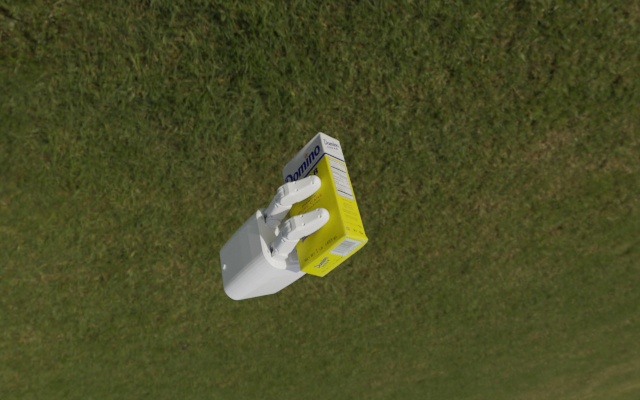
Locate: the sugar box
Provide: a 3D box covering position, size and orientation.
[{"bbox_3d":[0.000,0.002,0.646,0.048,0.176,0.093,18,-47,-39],"label":"sugar box"}]
